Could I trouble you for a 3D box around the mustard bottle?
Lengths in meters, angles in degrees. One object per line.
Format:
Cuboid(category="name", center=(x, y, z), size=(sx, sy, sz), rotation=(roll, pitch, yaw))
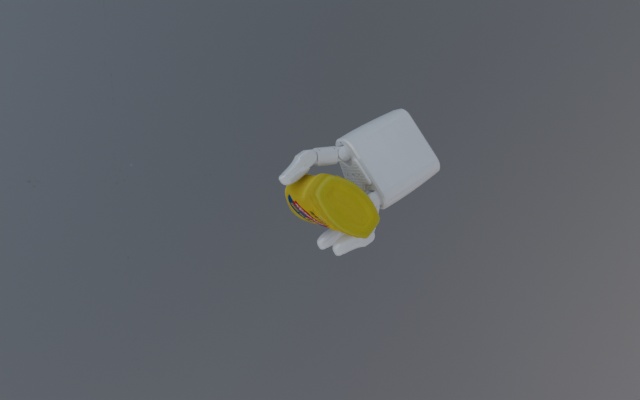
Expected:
Cuboid(category="mustard bottle", center=(0.000, 0.002, 0.664), size=(0.096, 0.058, 0.191), rotation=(39, -10, -20))
